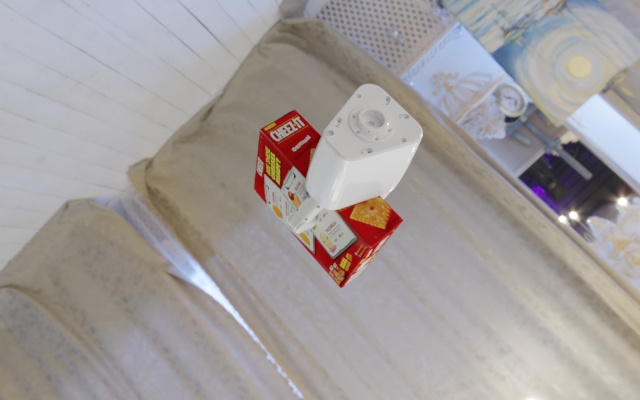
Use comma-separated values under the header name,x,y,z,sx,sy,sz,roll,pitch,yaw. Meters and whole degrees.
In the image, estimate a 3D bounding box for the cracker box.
name,x,y,z,sx,sy,sz,roll,pitch,yaw
cracker box,0.000,0.002,0.678,0.072,0.213,0.164,-35,-16,-26
